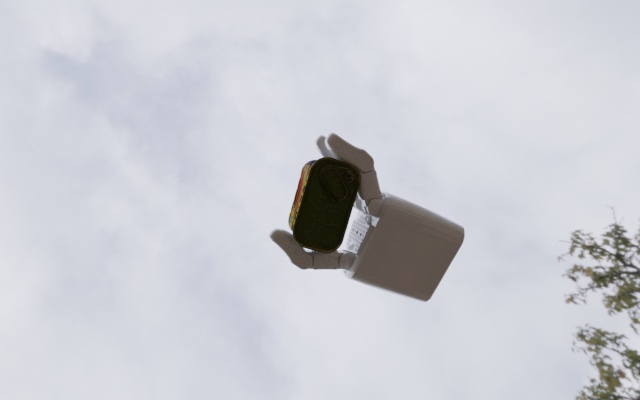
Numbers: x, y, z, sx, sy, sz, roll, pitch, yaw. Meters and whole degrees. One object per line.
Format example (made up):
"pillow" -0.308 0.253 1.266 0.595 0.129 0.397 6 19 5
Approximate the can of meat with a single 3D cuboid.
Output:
"can of meat" 0.000 0.002 0.553 0.057 0.102 0.084 16 2 -11
